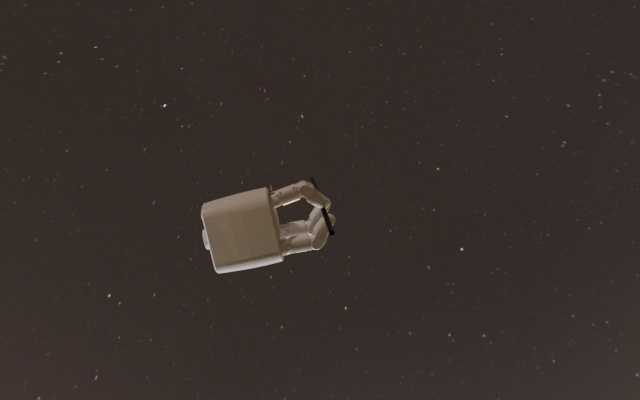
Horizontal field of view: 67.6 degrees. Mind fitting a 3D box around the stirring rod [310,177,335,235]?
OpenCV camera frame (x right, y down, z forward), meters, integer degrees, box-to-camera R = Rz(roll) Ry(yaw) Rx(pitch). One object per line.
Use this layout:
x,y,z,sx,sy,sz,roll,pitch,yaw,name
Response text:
0.000,0.003,0.783,0.011,0.011,0.239,0,21,-8,stirring rod
